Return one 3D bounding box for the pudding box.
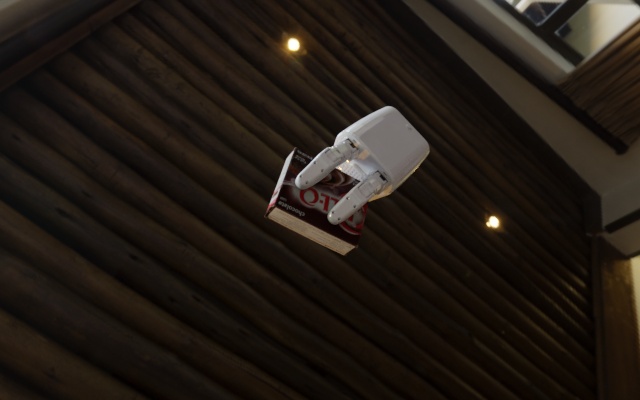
[{"bbox_3d":[0.000,0.002,0.572,0.113,0.090,0.039,25,-36,-12],"label":"pudding box"}]
